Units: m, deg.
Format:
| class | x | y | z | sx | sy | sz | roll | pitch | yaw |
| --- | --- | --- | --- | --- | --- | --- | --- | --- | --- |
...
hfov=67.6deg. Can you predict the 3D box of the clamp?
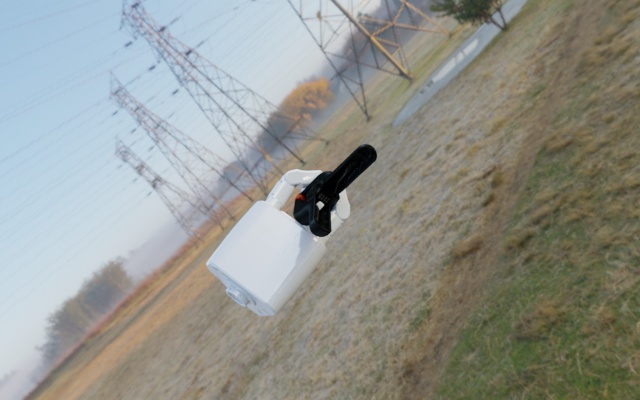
| class | x | y | z | sx | sy | sz | roll | pitch | yaw |
| --- | --- | --- | --- | --- | --- | --- | --- | --- | --- |
| clamp | 0.000 | 0.001 | 0.586 | 0.039 | 0.120 | 0.171 | 41 | -25 | -8 |
